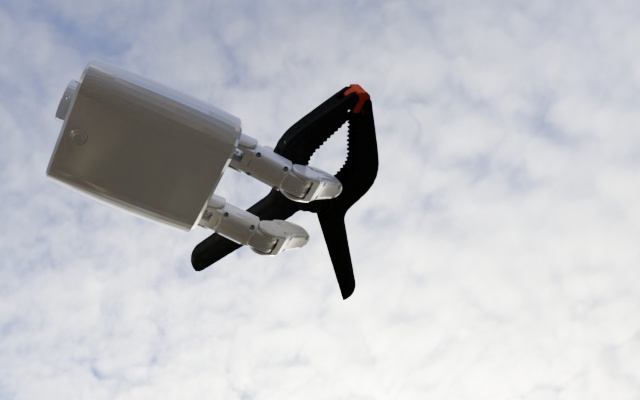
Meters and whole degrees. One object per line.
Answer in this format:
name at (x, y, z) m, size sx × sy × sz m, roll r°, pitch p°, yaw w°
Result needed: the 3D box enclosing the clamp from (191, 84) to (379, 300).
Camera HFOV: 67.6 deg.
clamp at (0.000, 0.000, 0.428) m, size 0.164 × 0.210 × 0.036 m, roll 22°, pitch 21°, yaw -25°
